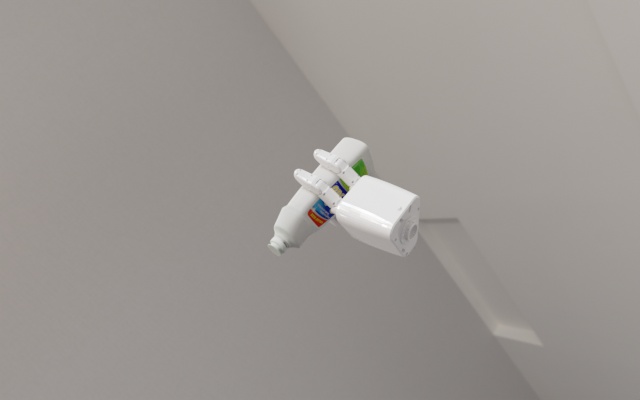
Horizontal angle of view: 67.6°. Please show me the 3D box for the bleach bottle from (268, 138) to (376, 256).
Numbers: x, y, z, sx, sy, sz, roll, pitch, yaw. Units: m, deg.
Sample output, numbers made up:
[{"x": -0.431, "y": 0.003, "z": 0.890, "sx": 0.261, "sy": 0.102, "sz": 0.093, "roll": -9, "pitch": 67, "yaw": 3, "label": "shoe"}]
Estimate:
[{"x": 0.000, "y": 0.003, "z": 0.845, "sx": 0.068, "sy": 0.250, "sz": 0.103, "roll": 22, "pitch": -31, "yaw": 34, "label": "bleach bottle"}]
